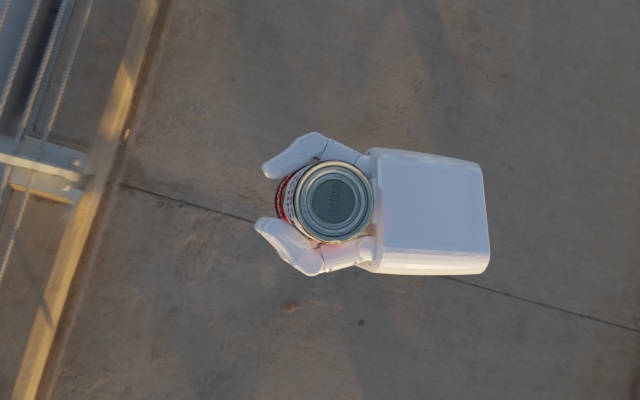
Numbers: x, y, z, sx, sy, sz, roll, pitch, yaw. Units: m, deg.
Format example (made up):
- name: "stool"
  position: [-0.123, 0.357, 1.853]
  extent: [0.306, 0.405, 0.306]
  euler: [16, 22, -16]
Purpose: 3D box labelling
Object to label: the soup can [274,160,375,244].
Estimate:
- name: "soup can"
  position: [0.000, 0.001, 0.418]
  extent: [0.068, 0.068, 0.102]
  euler: [0, 0, -13]
